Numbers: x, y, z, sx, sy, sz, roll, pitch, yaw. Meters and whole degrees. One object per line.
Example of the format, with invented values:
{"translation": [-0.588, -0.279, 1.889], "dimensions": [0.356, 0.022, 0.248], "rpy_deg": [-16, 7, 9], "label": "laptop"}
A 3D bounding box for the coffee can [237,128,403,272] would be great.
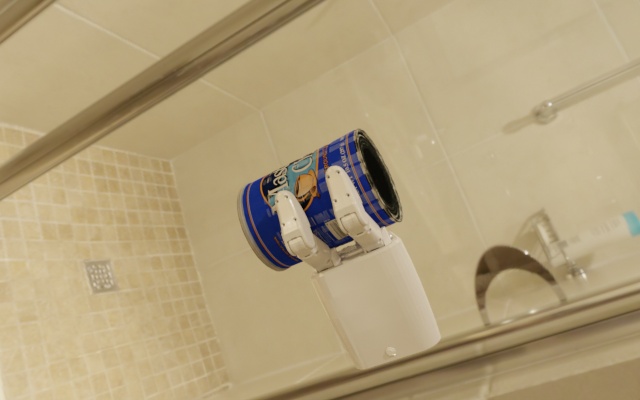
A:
{"translation": [0.000, 0.002, 0.497], "dimensions": [0.140, 0.103, 0.103], "rpy_deg": [-25, -9, 19], "label": "coffee can"}
